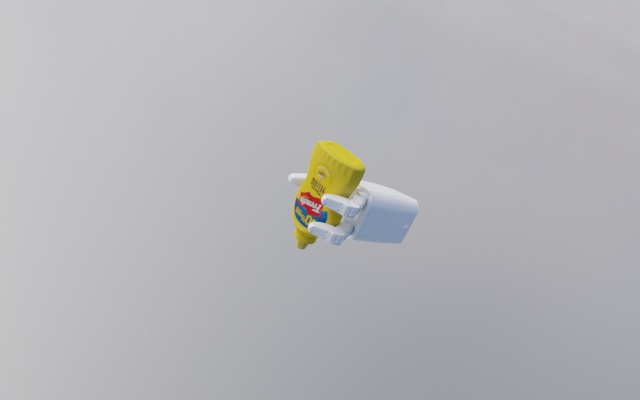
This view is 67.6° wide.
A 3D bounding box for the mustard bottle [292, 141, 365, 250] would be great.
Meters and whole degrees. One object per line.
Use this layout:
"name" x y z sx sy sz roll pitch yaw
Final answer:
"mustard bottle" 0.000 0.002 0.804 0.058 0.192 0.096 -7 39 -47
